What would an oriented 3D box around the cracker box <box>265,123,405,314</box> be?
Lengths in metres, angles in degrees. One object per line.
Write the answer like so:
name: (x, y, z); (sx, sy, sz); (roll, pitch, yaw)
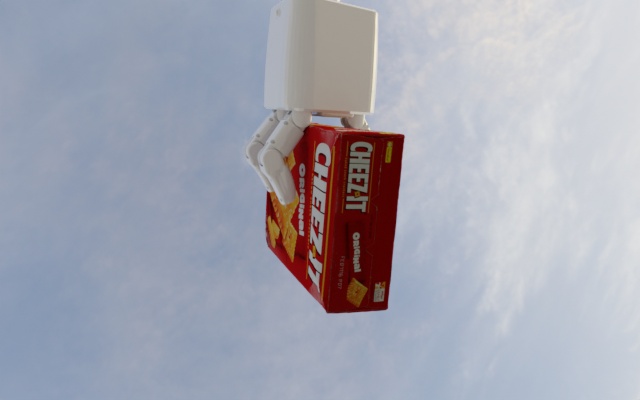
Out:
cracker box: (0.000, 0.002, 0.510); (0.072, 0.164, 0.213); (-1, 12, -21)
